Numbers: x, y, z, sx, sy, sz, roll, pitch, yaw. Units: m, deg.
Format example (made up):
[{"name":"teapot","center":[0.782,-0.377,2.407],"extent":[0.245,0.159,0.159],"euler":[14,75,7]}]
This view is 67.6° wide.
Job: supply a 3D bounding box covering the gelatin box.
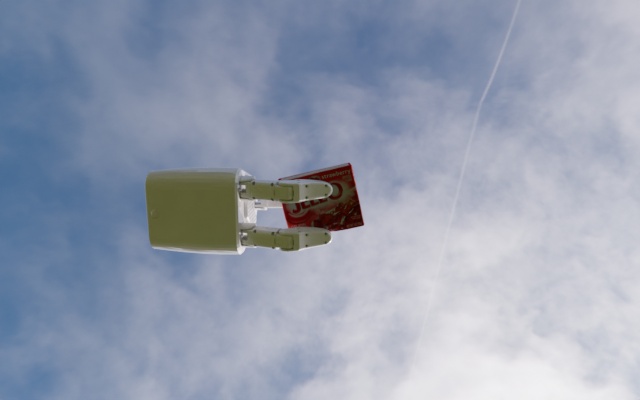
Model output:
[{"name":"gelatin box","center":[0.000,0.002,0.554],"extent":[0.089,0.073,0.030],"euler":[-13,11,2]}]
